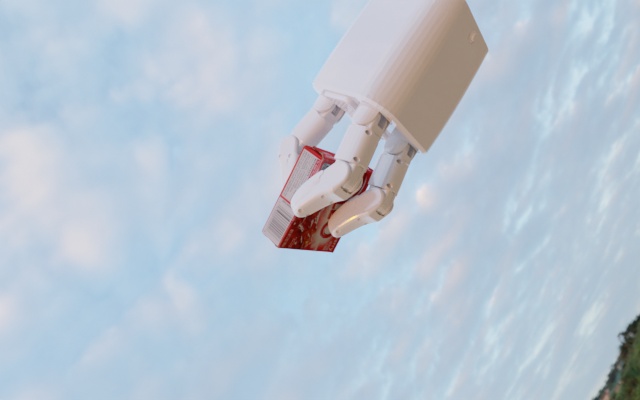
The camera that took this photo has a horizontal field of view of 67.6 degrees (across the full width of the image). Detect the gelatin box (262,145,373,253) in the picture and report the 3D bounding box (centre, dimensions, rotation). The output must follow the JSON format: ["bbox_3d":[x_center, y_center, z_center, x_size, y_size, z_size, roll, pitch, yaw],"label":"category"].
[{"bbox_3d":[0.000,0.001,0.420,0.073,0.089,0.030,11,21,-48],"label":"gelatin box"}]
